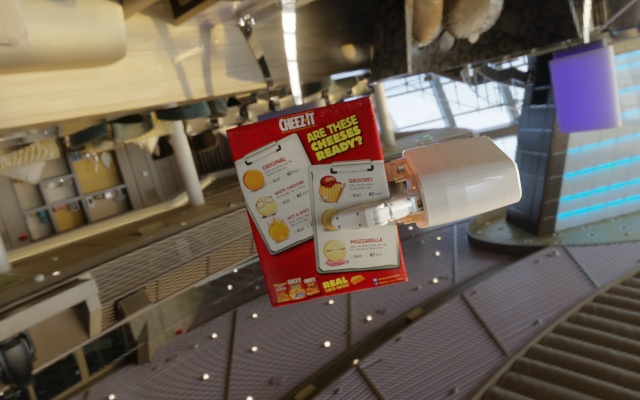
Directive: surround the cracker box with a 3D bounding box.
[{"bbox_3d":[0.000,0.002,0.561,0.164,0.214,0.072,-12,10,4],"label":"cracker box"}]
